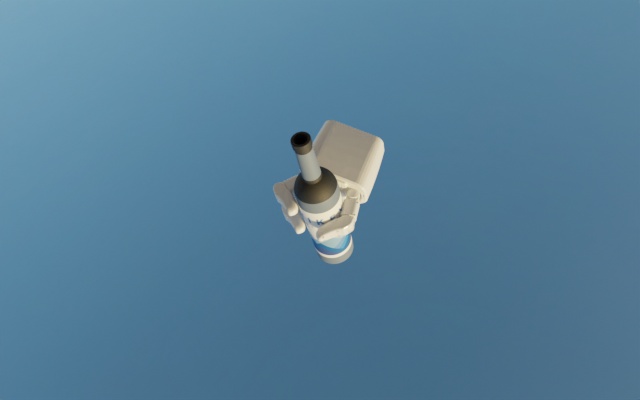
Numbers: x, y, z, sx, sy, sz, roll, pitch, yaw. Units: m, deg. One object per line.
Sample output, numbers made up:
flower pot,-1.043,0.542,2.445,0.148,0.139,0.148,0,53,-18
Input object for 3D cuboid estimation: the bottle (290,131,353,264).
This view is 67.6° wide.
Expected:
bottle,0.000,0.003,0.734,0.069,0.069,0.296,0,-34,12
